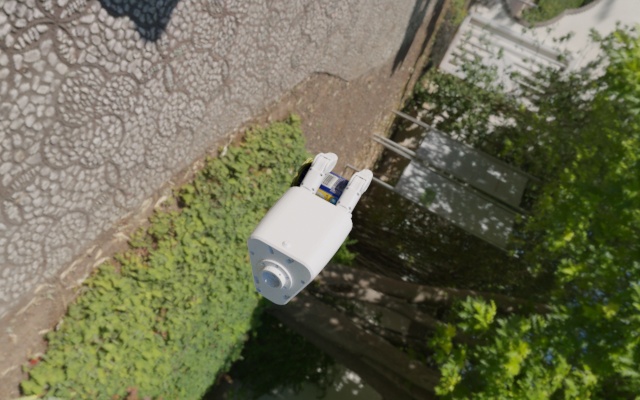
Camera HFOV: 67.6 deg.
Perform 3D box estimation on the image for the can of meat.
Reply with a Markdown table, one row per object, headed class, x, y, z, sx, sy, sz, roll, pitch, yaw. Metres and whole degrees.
| class | x | y | z | sx | sy | sz | roll | pitch | yaw |
| --- | --- | --- | --- | --- | --- | --- | --- | --- | --- |
| can of meat | 0.000 | 0.002 | 0.693 | 0.084 | 0.102 | 0.057 | 29 | 41 | 10 |
